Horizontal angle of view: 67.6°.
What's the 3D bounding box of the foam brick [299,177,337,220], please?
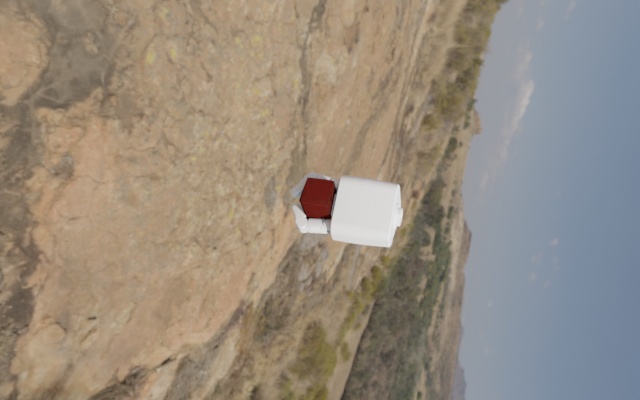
[{"bbox_3d":[0.000,0.003,0.859,0.051,0.053,0.078,8,-30,17],"label":"foam brick"}]
